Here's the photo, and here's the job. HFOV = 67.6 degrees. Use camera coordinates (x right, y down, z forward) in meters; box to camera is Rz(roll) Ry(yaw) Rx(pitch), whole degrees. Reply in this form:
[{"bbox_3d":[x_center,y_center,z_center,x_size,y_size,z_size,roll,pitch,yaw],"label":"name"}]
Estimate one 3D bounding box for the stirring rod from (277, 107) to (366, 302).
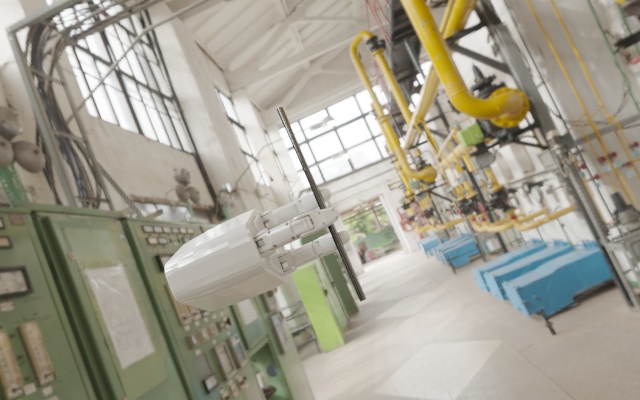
[{"bbox_3d":[0.000,0.002,0.546,0.011,0.239,0.011,-23,-6,-3],"label":"stirring rod"}]
